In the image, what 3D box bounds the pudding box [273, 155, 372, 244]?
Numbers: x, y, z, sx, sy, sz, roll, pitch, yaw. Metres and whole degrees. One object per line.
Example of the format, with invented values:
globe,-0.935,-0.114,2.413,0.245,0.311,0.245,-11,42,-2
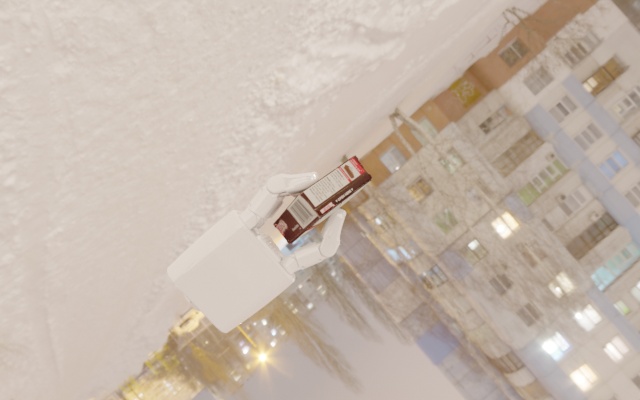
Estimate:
pudding box,0.000,0.002,0.572,0.090,0.039,0.113,-37,-2,-29
